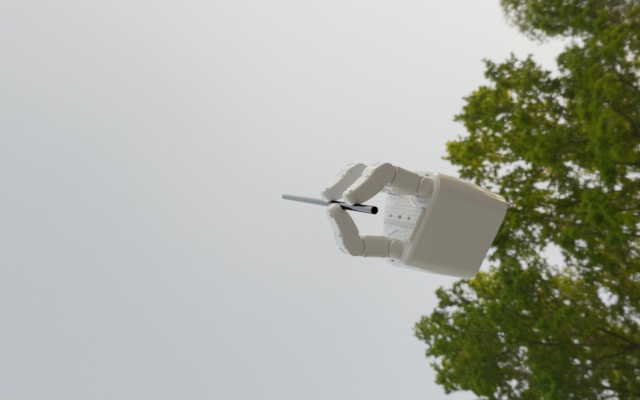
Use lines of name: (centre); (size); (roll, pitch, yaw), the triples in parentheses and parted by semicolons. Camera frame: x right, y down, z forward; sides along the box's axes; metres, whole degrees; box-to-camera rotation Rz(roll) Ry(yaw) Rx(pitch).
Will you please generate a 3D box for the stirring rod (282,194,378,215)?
stirring rod: (0.000, 0.002, 0.545); (0.011, 0.011, 0.239); (0, 3, -24)
